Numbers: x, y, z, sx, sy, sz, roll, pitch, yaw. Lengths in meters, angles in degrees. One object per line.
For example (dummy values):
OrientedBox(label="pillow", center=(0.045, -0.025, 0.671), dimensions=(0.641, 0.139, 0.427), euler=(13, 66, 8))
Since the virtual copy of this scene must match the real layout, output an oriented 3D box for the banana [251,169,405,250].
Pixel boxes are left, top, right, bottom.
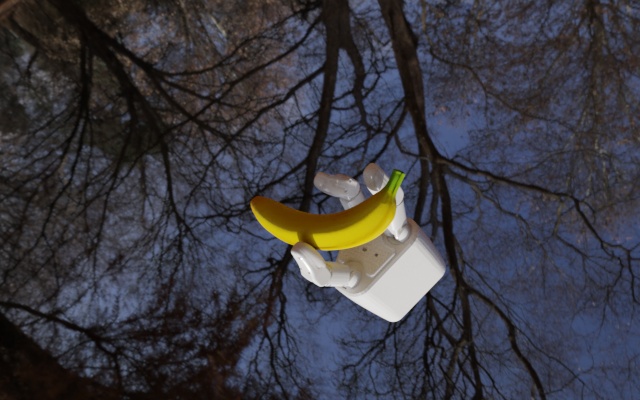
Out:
OrientedBox(label="banana", center=(0.001, 0.019, 0.498), dimensions=(0.198, 0.069, 0.037), euler=(-9, -25, 35))
